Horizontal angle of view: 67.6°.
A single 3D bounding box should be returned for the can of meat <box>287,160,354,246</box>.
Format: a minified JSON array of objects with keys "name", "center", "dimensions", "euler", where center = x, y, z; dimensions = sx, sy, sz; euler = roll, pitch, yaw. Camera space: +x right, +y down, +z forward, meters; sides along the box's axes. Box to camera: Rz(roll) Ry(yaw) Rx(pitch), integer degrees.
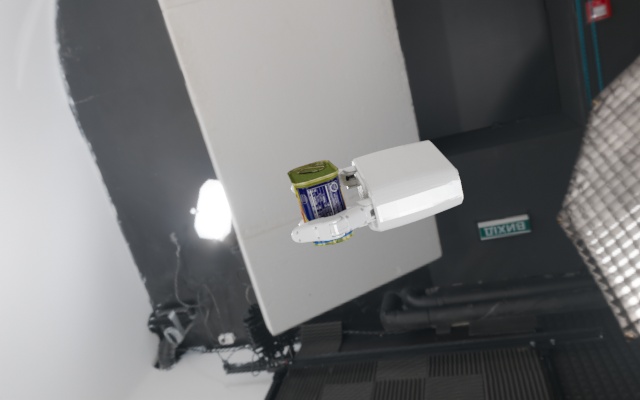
[{"name":"can of meat","center":[0.000,0.002,0.596],"dimensions":[0.057,0.084,0.102],"euler":[-18,15,-5]}]
